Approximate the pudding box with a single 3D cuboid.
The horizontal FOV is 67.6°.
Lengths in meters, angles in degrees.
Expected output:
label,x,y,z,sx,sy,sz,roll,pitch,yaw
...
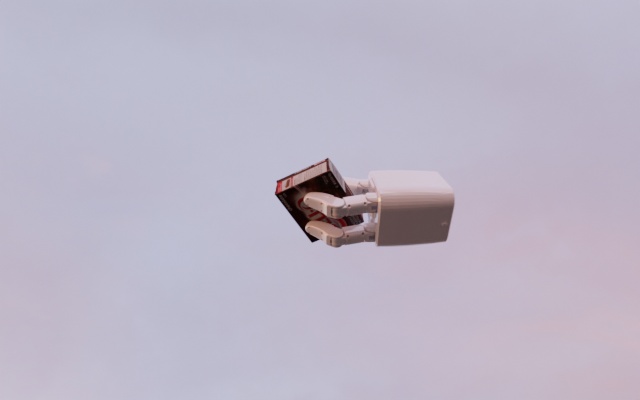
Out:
label,x,y,z,sx,sy,sz,roll,pitch,yaw
pudding box,0.000,0.002,0.698,0.090,0.113,0.039,-24,34,16
